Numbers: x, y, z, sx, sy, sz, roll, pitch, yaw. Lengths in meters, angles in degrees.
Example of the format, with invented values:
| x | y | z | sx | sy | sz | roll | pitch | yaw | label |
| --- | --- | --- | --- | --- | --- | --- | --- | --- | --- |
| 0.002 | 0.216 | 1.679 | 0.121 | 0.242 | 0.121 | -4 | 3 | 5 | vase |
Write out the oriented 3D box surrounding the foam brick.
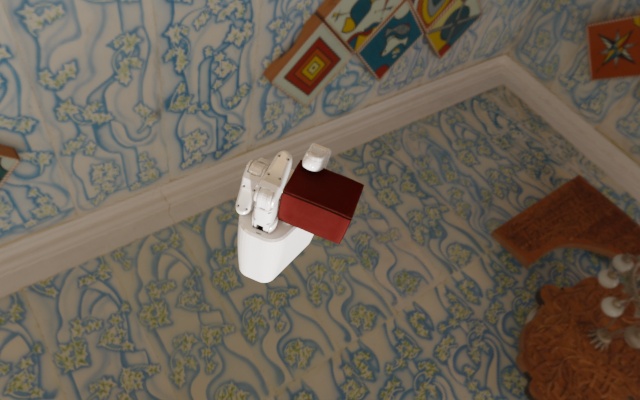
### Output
| x | y | z | sx | sy | sz | roll | pitch | yaw | label |
| --- | --- | --- | --- | --- | --- | --- | --- | --- | --- |
| 0.000 | 0.002 | 0.519 | 0.078 | 0.053 | 0.051 | 22 | -39 | 5 | foam brick |
